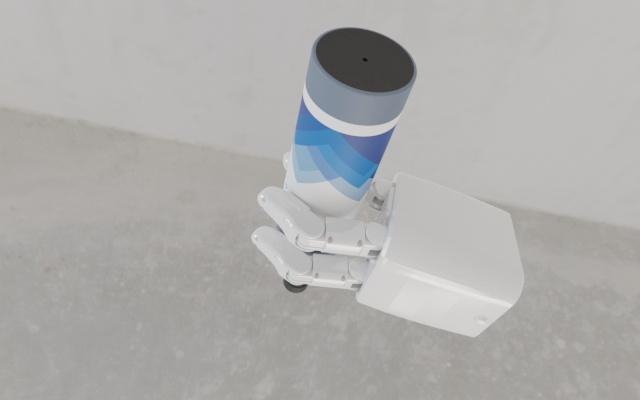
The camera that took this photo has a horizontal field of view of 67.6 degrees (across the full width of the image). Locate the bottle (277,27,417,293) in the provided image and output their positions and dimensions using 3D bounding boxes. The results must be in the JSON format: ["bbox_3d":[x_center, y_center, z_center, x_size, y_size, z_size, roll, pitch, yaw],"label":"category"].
[{"bbox_3d":[0.000,0.001,0.406,0.069,0.069,0.296,0,-37,-13],"label":"bottle"}]
